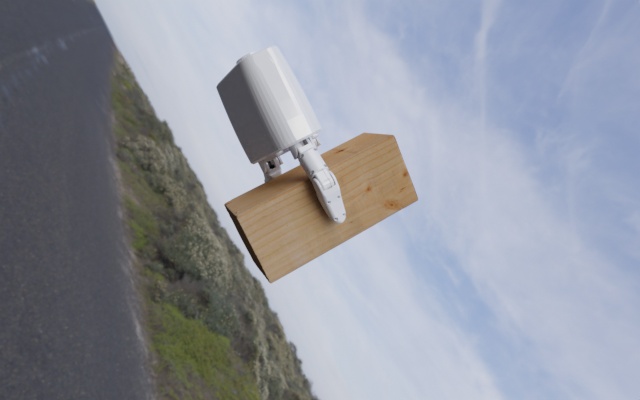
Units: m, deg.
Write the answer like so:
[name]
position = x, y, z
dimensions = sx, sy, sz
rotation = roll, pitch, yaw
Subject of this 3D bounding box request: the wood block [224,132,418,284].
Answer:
[wood block]
position = 0.000, 0.002, 0.584
dimensions = 0.206, 0.090, 0.091
rotation = -28, 18, -13
